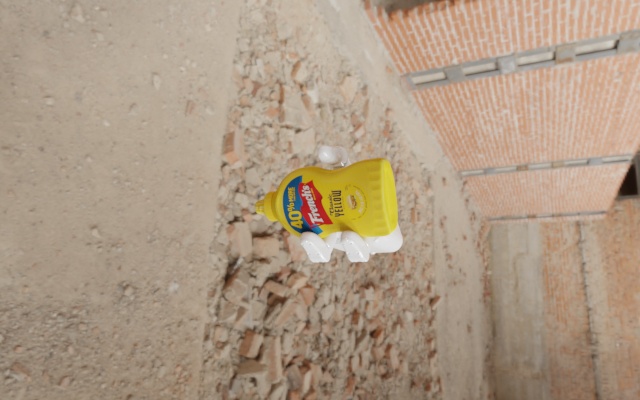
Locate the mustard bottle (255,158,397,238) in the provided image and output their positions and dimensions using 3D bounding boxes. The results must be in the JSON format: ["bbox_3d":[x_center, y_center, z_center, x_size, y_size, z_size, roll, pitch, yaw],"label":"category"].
[{"bbox_3d":[0.000,0.002,0.624,0.191,0.096,0.058,-5,9,25],"label":"mustard bottle"}]
